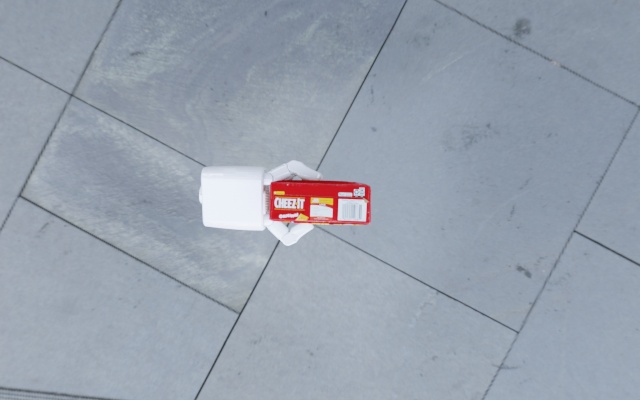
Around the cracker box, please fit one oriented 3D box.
[{"bbox_3d":[0.000,0.003,0.860,0.164,0.072,0.213,2,0,0],"label":"cracker box"}]
